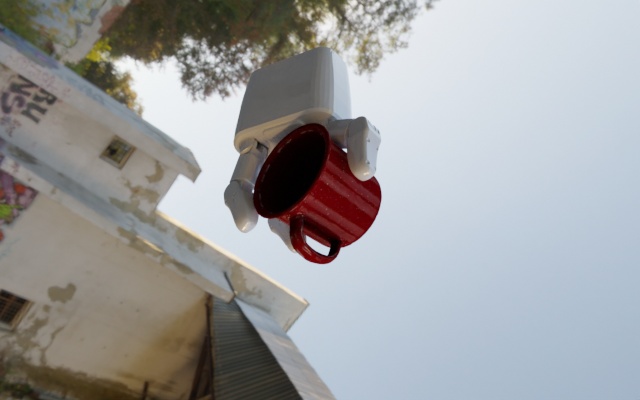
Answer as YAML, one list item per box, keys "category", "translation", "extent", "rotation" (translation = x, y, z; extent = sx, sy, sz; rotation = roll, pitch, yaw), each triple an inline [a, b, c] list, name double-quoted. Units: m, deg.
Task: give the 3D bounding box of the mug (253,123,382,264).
- category: "mug"
  translation: [0.000, 0.003, 0.420]
  extent: [0.093, 0.117, 0.081]
  rotation: [-27, -46, 34]
